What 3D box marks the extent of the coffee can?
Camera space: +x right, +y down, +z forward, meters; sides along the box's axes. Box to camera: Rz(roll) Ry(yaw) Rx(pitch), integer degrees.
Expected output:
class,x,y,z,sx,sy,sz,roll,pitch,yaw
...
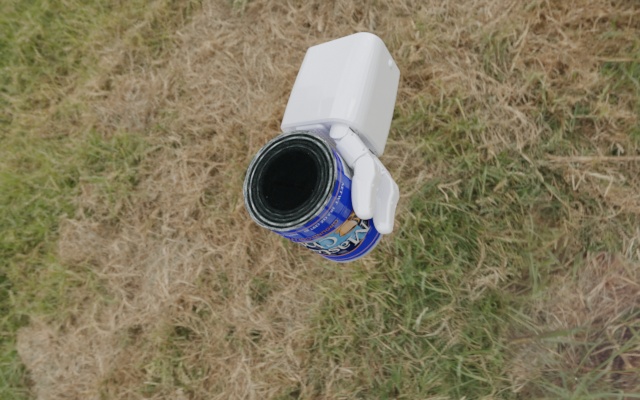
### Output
class,x,y,z,sx,sy,sz,roll,pitch,yaw
coffee can,0.000,0.002,0.509,0.103,0.102,0.140,0,-18,28
